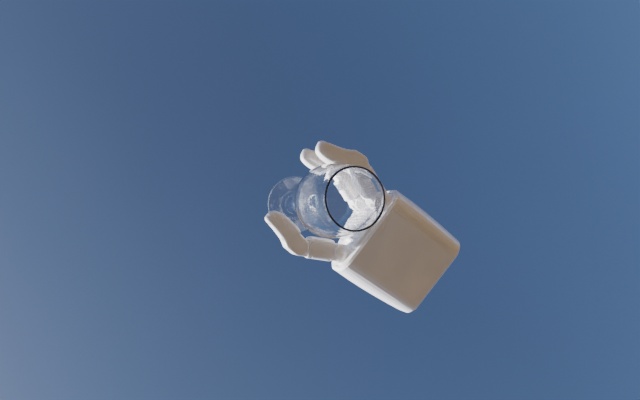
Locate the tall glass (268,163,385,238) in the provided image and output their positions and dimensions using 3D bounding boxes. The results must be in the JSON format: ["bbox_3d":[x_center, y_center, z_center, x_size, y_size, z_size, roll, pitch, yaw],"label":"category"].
[{"bbox_3d":[0.000,0.002,0.535,0.079,0.079,0.201,0,-2,-19],"label":"tall glass"}]
